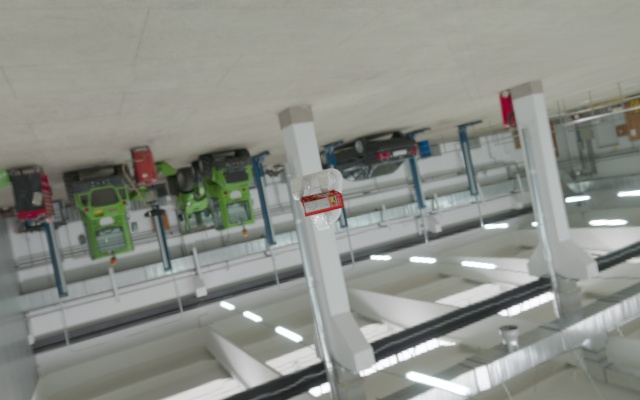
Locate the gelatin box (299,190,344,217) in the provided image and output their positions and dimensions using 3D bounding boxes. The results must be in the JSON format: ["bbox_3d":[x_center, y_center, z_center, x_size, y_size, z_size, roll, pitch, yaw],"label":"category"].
[{"bbox_3d":[0.000,0.003,0.881,0.073,0.030,0.089,-13,7,-5],"label":"gelatin box"}]
